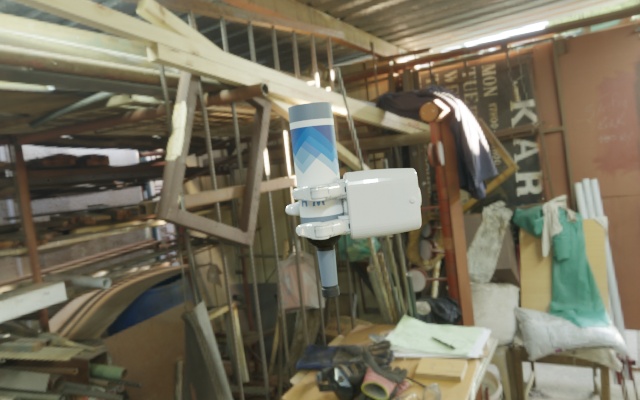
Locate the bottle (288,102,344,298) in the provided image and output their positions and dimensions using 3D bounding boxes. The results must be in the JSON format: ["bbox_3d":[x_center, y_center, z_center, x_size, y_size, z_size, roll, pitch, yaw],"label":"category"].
[{"bbox_3d":[0.000,0.002,0.733,0.069,0.296,0.069,-6,5,1],"label":"bottle"}]
